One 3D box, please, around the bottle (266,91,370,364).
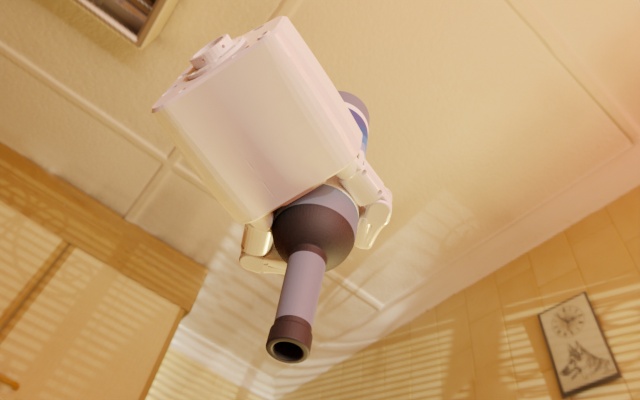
[{"bbox_3d":[0.000,0.001,0.403,0.069,0.069,0.295,0,38,10],"label":"bottle"}]
